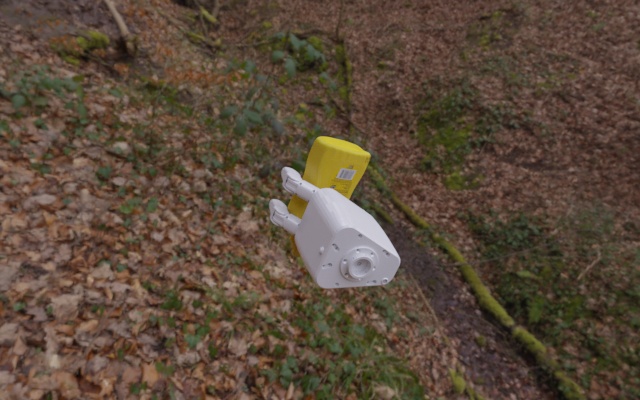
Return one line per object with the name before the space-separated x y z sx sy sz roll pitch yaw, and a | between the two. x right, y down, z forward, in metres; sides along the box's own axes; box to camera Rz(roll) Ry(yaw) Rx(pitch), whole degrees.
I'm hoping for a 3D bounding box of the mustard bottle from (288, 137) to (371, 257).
mustard bottle | 0.000 0.002 0.724 0.096 0.192 0.058 5 26 -45
